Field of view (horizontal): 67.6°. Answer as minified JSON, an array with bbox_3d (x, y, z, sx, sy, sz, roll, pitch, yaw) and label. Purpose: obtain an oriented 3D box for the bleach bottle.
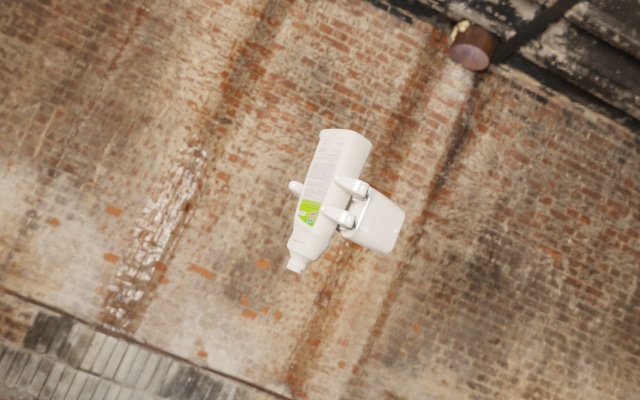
[{"bbox_3d":[0.000,0.003,0.819,0.068,0.251,0.102,29,-10,-36],"label":"bleach bottle"}]
